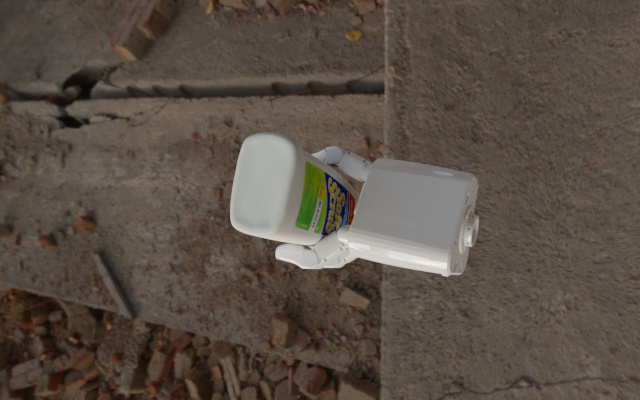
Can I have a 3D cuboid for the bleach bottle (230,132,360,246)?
[{"bbox_3d":[0.000,0.002,0.553,0.068,0.102,0.251,10,-3,28],"label":"bleach bottle"}]
